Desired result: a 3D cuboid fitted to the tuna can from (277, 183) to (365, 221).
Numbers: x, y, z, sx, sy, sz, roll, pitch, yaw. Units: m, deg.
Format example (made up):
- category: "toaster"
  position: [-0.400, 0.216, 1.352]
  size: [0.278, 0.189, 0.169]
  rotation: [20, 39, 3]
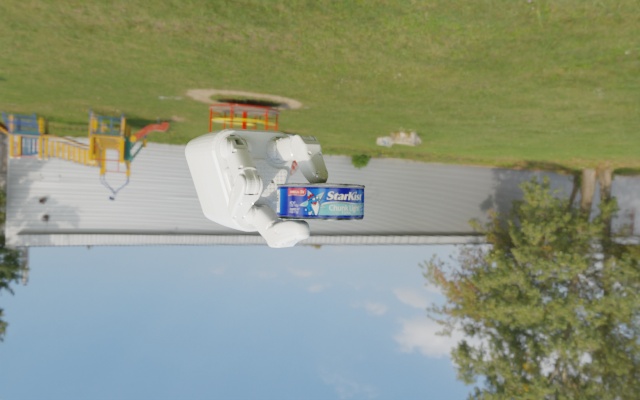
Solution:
- category: "tuna can"
  position: [0.000, 0.002, 0.462]
  size: [0.086, 0.034, 0.086]
  rotation: [1, -1, 0]
